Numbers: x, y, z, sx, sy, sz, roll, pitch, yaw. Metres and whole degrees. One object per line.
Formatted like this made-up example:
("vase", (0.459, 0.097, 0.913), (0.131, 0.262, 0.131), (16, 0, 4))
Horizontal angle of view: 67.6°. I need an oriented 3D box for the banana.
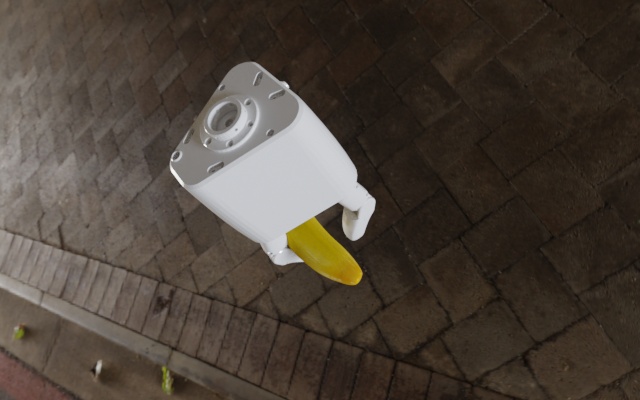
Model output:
("banana", (-0.018, 0.006, 0.486), (0.069, 0.197, 0.037), (-21, -35, 4))
